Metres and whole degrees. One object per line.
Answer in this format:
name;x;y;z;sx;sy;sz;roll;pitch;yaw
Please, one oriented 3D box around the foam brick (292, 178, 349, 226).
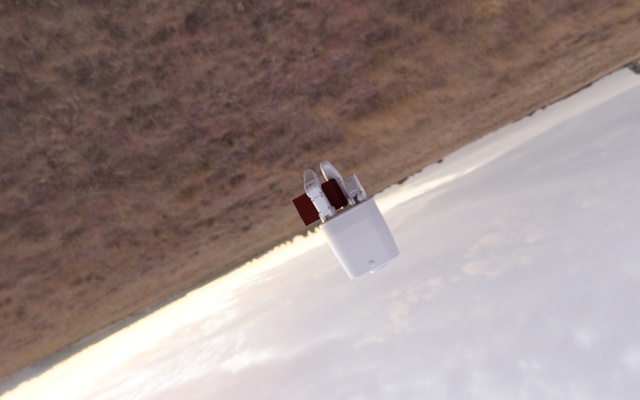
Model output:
foam brick;0.000;0.003;0.815;0.078;0.051;0.053;-28;0;11
